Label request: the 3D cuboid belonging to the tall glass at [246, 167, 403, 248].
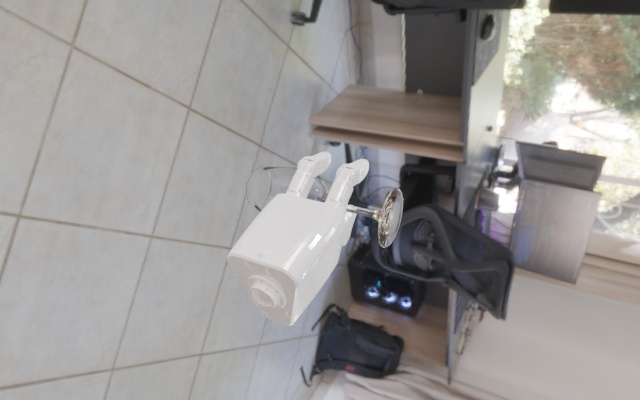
[{"bbox_3d":[0.001,0.002,0.626,0.201,0.079,0.079,13,6,27],"label":"tall glass"}]
